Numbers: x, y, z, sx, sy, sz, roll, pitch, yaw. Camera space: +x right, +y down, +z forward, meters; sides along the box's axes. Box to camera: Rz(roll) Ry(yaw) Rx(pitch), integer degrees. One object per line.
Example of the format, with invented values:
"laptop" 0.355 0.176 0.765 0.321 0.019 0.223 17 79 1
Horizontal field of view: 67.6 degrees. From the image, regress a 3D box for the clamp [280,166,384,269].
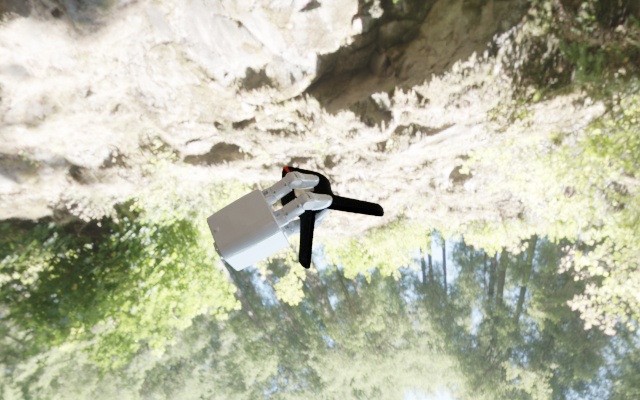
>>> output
"clamp" 0.000 0.003 0.833 0.164 0.209 0.036 -29 -39 -5
